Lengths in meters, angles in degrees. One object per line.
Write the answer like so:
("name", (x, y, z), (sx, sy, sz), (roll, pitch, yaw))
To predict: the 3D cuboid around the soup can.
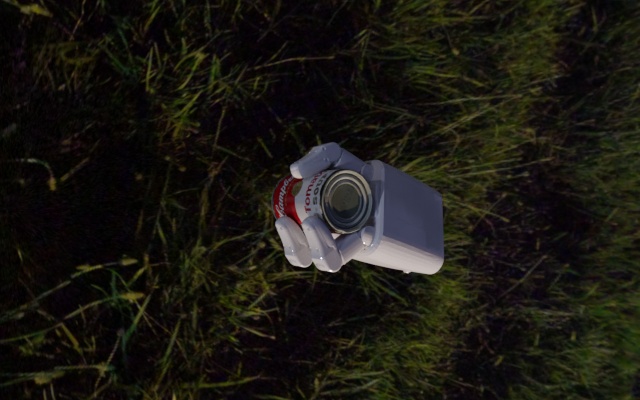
("soup can", (0.000, 0.001, 0.520), (0.068, 0.068, 0.102), (0, -1, -34))
